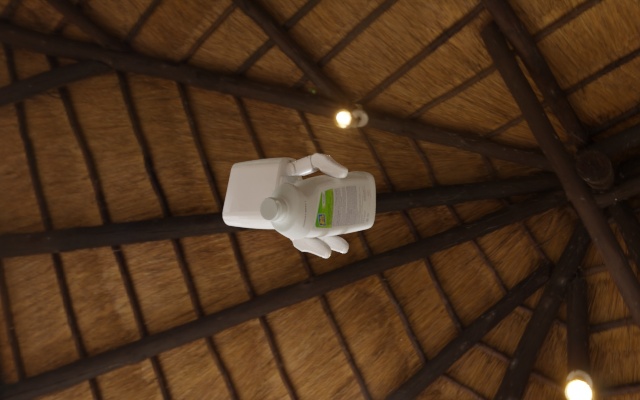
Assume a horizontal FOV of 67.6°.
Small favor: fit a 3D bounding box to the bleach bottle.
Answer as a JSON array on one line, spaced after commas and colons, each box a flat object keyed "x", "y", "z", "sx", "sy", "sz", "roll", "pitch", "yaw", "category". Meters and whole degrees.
[{"x": 0.000, "y": 0.002, "z": 0.706, "sx": 0.068, "sy": 0.102, "sz": 0.251, "roll": -2, "pitch": -1, "yaw": 32, "category": "bleach bottle"}]
